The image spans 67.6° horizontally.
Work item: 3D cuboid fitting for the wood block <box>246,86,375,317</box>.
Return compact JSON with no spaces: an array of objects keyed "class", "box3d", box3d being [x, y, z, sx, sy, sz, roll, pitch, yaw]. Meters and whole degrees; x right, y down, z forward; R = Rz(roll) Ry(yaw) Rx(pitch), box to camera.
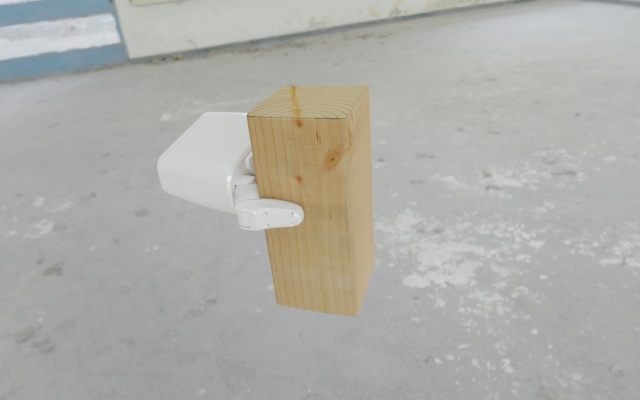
[{"class":"wood block","box3d":[0.000,0.002,0.469,0.090,0.206,0.090,5,30,18]}]
